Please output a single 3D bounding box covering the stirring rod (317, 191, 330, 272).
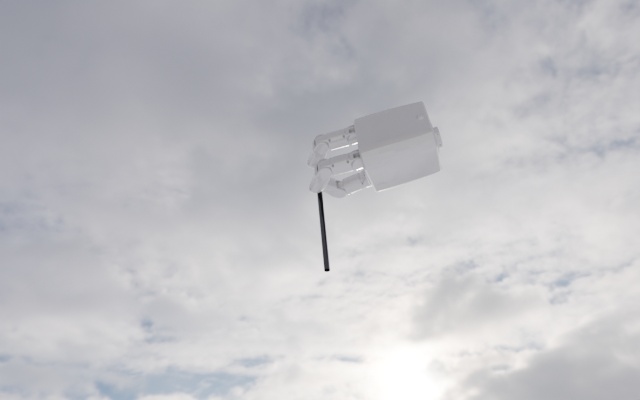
[{"bbox_3d":[0.000,0.002,0.707,0.011,0.239,0.011,-3,-42,-3],"label":"stirring rod"}]
